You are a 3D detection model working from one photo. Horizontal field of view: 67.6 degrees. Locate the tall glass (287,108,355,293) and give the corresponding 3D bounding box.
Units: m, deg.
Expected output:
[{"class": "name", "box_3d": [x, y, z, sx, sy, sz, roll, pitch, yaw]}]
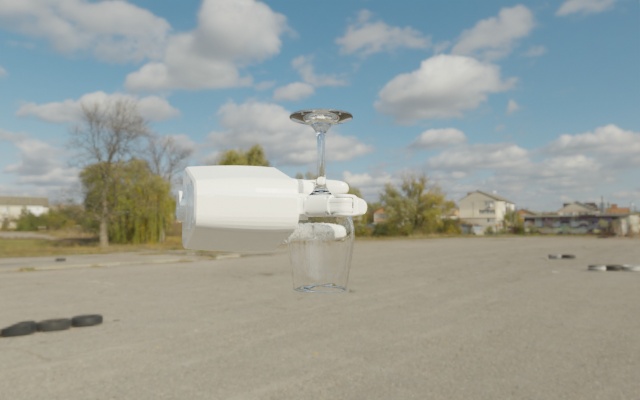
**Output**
[{"class": "tall glass", "box_3d": [0.000, 0.001, 0.549, 0.079, 0.201, 0.079, 0, -4, 0]}]
